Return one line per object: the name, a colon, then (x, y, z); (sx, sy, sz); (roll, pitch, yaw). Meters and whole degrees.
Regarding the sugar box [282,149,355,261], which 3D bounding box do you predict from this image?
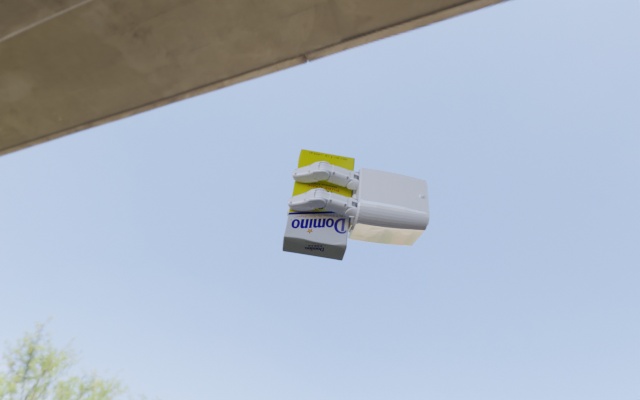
sugar box: (0.000, 0.002, 0.738); (0.093, 0.176, 0.048); (9, -41, -2)
